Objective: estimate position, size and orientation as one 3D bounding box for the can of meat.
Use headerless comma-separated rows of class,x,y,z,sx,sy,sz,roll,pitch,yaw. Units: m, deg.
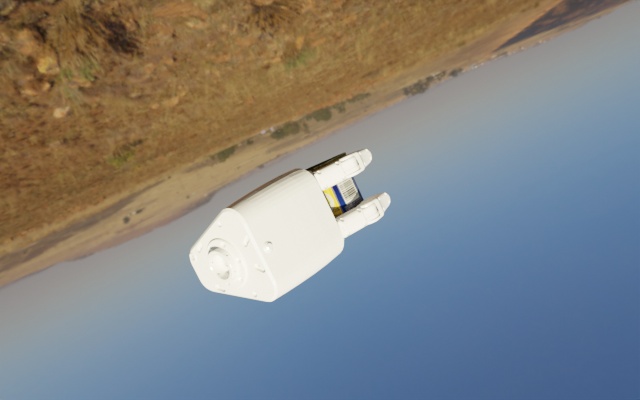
can of meat,0.000,0.002,0.561,0.102,0.084,0.057,-21,7,38
